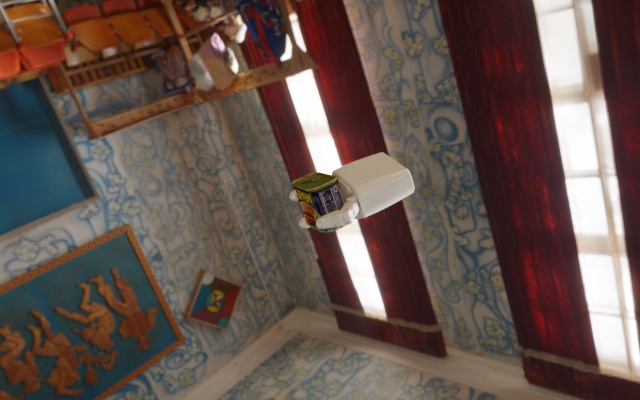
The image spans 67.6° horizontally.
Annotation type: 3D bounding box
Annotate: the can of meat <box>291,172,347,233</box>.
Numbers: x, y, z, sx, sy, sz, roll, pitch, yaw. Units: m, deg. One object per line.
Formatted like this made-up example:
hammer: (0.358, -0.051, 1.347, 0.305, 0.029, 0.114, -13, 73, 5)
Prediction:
can of meat: (0.000, 0.003, 0.820, 0.057, 0.084, 0.102, -25, 18, -19)
